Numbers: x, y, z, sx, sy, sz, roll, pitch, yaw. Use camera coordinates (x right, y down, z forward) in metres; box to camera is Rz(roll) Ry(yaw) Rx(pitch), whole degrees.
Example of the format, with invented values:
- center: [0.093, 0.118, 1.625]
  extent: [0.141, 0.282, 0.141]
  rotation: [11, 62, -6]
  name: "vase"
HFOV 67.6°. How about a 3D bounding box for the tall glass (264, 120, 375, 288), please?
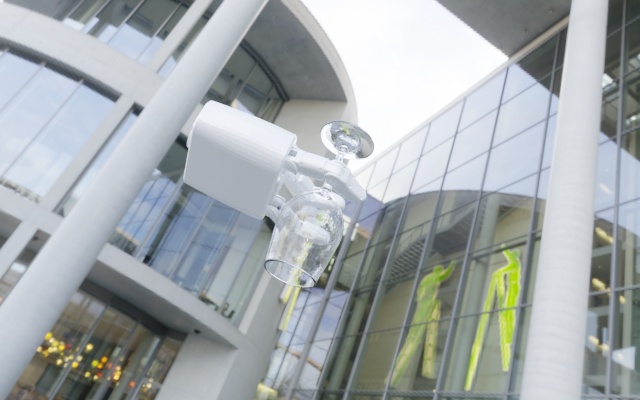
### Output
- center: [0.000, 0.001, 0.571]
  extent: [0.079, 0.201, 0.079]
  rotation: [17, -30, 10]
  name: "tall glass"
